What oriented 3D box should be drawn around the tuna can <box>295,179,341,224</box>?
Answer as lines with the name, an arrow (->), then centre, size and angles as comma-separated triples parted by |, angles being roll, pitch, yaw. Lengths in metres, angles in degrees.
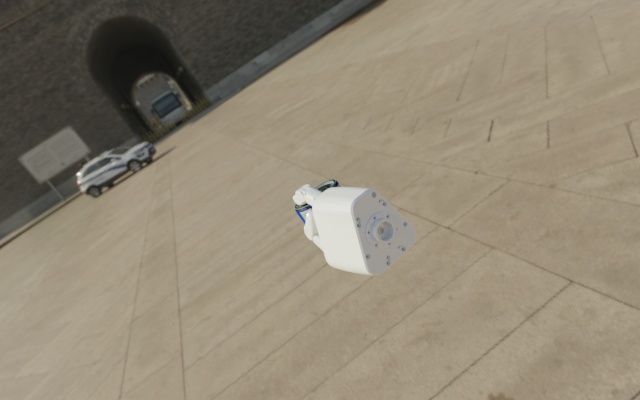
tuna can -> 0.000, 0.002, 0.782 | 0.086, 0.034, 0.086 | -33, 14, 9
